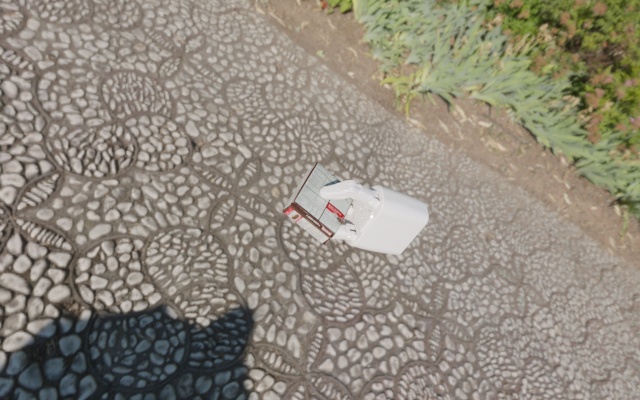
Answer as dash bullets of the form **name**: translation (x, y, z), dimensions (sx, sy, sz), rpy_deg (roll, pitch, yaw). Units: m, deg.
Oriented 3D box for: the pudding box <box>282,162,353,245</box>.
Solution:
- **pudding box**: translation (0.000, 0.003, 0.784), dimensions (0.039, 0.090, 0.113), rpy_deg (-43, 13, 42)
